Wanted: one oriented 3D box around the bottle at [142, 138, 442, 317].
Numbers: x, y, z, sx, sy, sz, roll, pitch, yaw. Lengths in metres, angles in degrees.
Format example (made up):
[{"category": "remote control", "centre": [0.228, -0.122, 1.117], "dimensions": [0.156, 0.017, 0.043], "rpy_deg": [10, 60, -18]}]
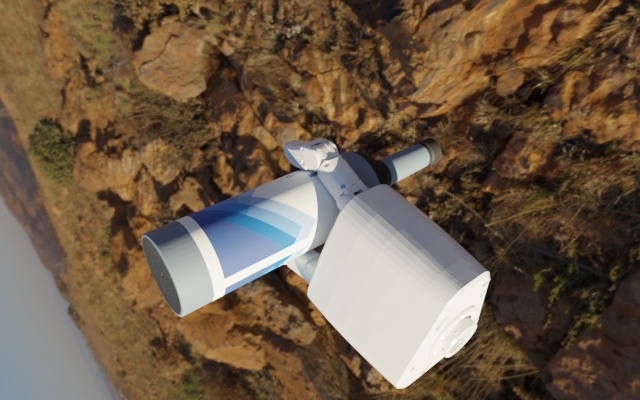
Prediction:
[{"category": "bottle", "centre": [0.000, 0.001, 0.419], "dimensions": [0.295, 0.069, 0.069], "rpy_deg": [-25, 13, -30]}]
